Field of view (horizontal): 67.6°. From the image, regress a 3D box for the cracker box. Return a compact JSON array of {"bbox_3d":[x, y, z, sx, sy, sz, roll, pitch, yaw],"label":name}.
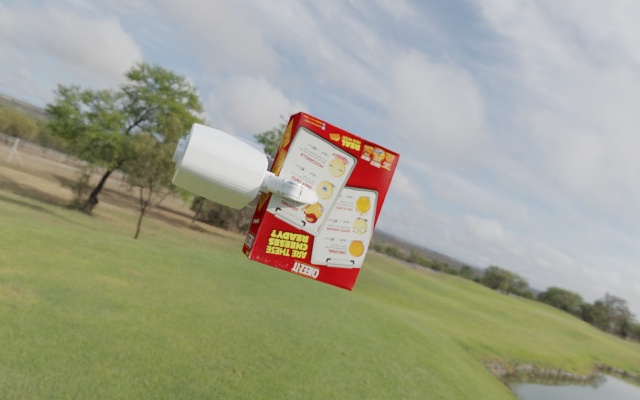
[{"bbox_3d":[0.000,0.002,0.695,0.164,0.213,0.072,20,-2,-18],"label":"cracker box"}]
